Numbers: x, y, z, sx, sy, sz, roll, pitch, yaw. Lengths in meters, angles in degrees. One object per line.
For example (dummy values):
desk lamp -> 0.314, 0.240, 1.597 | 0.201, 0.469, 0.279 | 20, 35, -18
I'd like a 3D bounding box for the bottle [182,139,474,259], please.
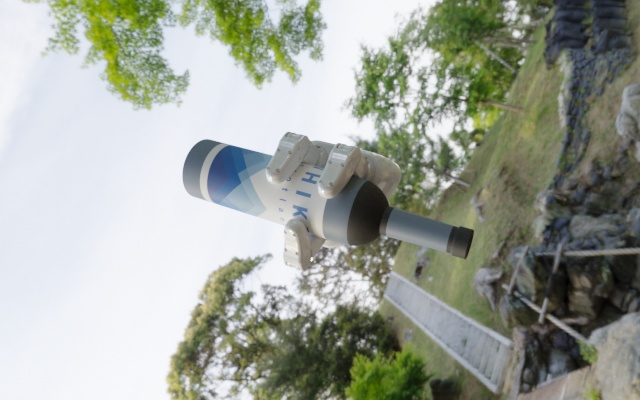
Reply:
bottle -> 0.000, 0.002, 0.474 | 0.295, 0.069, 0.069 | 16, 6, 22
